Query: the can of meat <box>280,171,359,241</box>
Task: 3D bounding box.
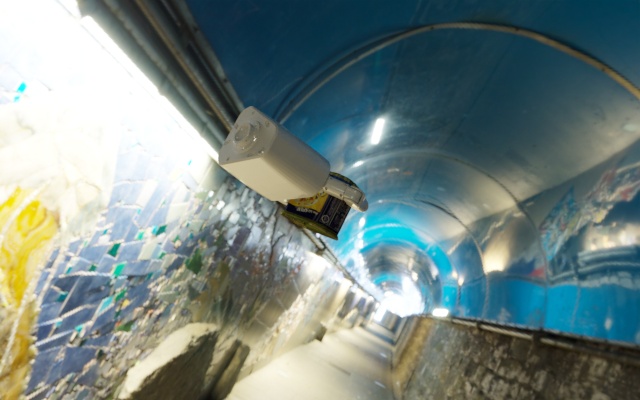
[{"bbox_3d":[0.000,0.002,0.704,0.057,0.084,0.102,34,-11,-39],"label":"can of meat"}]
